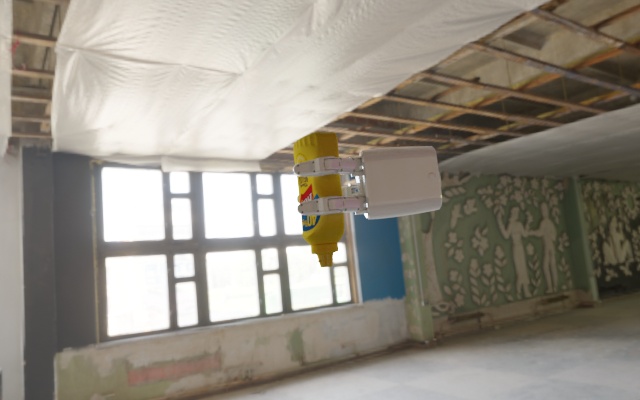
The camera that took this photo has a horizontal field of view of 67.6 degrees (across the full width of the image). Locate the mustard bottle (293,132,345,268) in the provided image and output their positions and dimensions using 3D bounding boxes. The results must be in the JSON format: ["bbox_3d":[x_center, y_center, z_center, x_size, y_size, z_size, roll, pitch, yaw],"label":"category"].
[{"bbox_3d":[0.000,0.002,0.705,0.058,0.191,0.096,-3,-7,-26],"label":"mustard bottle"}]
